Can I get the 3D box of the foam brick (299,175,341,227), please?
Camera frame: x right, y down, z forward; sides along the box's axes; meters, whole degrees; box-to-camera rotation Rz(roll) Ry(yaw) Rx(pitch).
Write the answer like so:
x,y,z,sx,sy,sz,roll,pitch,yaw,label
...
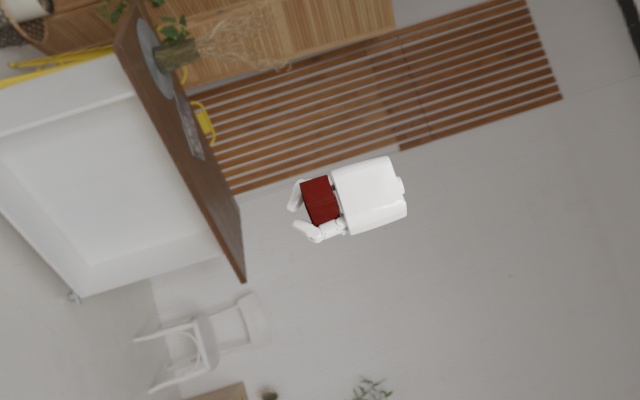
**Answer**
x,y,z,sx,sy,sz,roll,pitch,yaw,label
0.000,0.003,0.812,0.051,0.053,0.078,-17,-32,1,foam brick
